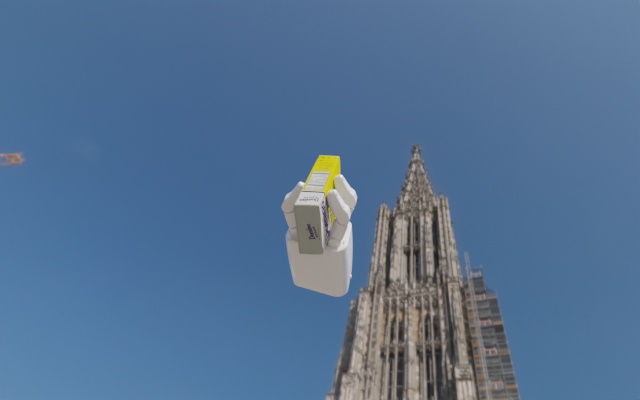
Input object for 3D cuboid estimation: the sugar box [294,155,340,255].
[{"bbox_3d":[0.001,0.003,0.796,0.048,0.093,0.176,1,31,10],"label":"sugar box"}]
